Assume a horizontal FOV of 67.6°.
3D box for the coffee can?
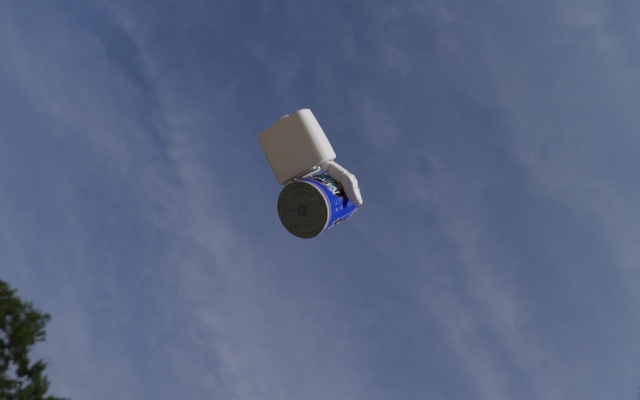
[{"bbox_3d":[0.000,0.003,0.889,0.103,0.103,0.140,0,12,29],"label":"coffee can"}]
